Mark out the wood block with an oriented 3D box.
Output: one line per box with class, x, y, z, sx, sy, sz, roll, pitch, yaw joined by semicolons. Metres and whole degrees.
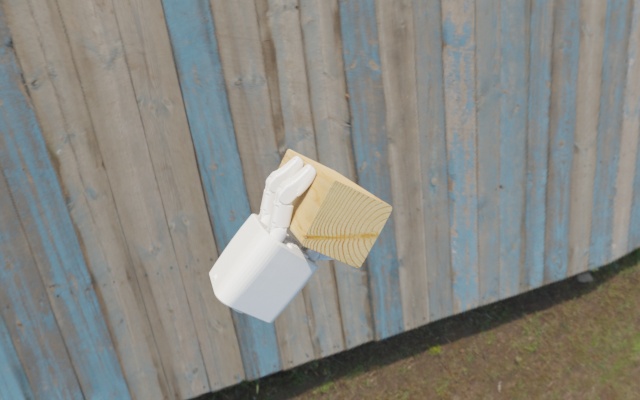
wood block;0.000;0.003;0.665;0.091;0.090;0.206;25;7;-25
